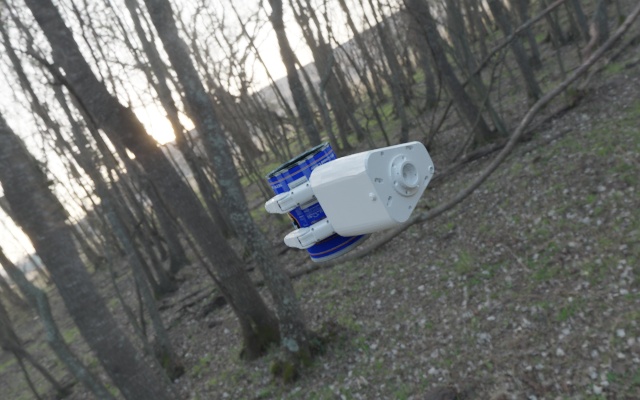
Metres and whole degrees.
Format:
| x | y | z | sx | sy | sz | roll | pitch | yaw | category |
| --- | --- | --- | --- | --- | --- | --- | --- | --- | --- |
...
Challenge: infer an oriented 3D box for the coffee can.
| x | y | z | sx | sy | sz | roll | pitch | yaw | category |
| --- | --- | --- | --- | --- | --- | --- | --- | --- | --- |
| 0.000 | 0.002 | 0.682 | 0.103 | 0.140 | 0.103 | -28 | 10 | 5 | coffee can |
